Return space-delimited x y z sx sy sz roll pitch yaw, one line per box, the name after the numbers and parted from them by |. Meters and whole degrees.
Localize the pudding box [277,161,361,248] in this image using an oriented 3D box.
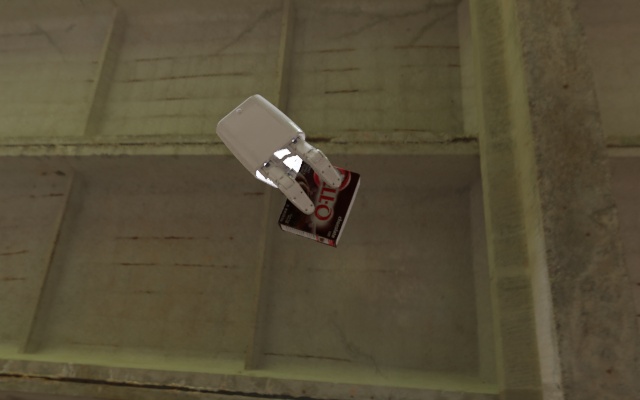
0.000 0.002 0.699 0.090 0.113 0.039 16 -19 12 | pudding box
